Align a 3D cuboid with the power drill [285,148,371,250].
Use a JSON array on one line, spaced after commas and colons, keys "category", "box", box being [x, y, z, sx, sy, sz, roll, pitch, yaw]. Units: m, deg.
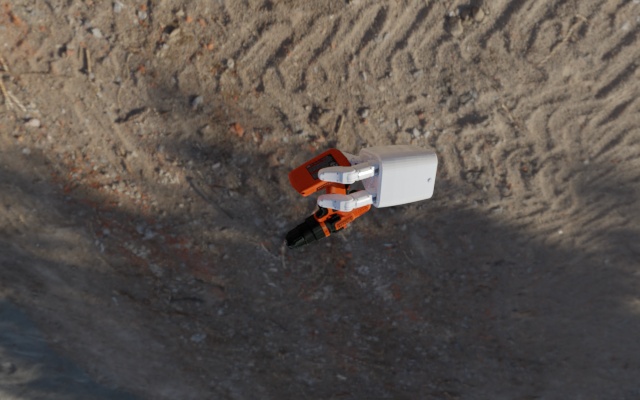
[{"category": "power drill", "box": [0.000, 0.003, 0.875, 0.184, 0.057, 0.188, -31, -32, -8]}]
